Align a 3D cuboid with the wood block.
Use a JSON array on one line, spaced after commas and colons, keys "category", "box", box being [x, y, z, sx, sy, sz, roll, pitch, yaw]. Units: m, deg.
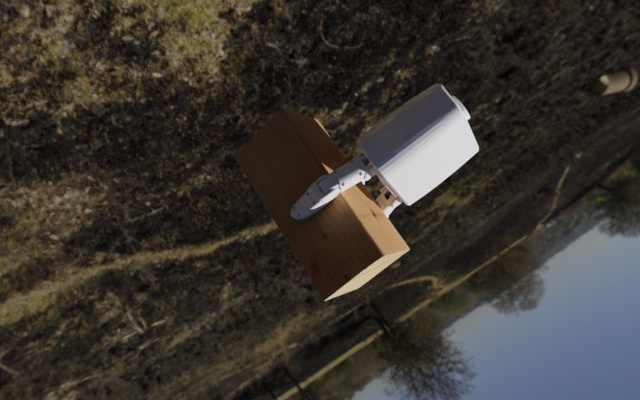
[{"category": "wood block", "box": [0.000, 0.002, 0.570, 0.090, 0.206, 0.091, -41, -19, 22]}]
